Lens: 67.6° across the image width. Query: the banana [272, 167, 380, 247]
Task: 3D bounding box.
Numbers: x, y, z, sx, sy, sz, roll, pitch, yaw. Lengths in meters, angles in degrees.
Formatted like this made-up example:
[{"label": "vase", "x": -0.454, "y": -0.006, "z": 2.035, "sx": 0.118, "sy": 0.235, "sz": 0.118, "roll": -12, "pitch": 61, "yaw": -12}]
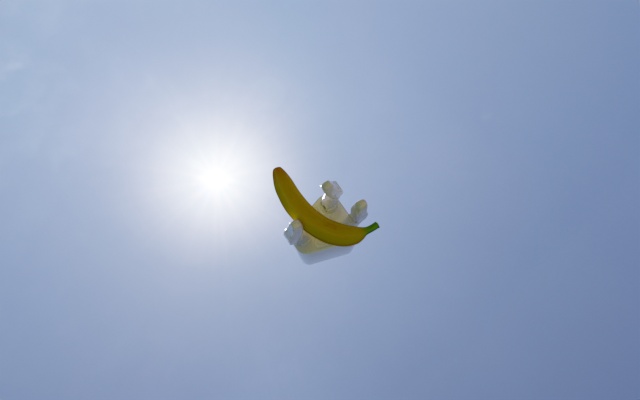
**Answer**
[{"label": "banana", "x": -0.007, "y": 0.020, "z": 0.758, "sx": 0.198, "sy": 0.069, "sz": 0.037, "roll": 30, "pitch": -6, "yaw": 14}]
